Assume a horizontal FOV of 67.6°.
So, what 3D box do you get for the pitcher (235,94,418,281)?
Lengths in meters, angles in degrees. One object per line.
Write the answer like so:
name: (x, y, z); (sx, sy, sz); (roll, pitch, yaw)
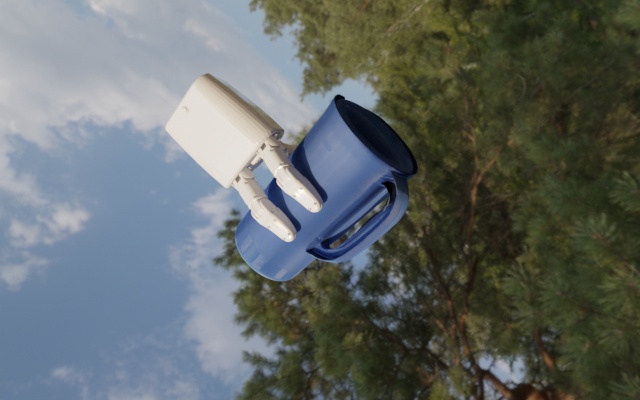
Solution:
pitcher: (0.000, 0.002, 0.608); (0.243, 0.145, 0.149); (-47, 5, 26)
